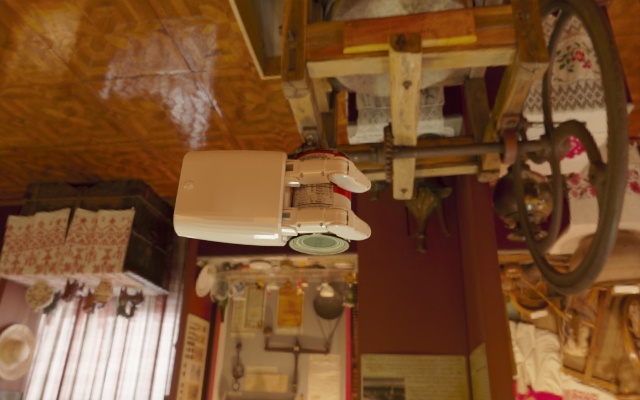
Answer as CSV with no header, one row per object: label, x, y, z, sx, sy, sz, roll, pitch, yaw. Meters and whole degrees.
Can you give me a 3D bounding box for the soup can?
soup can,0.001,0.002,0.529,0.068,0.102,0.068,2,-24,1
